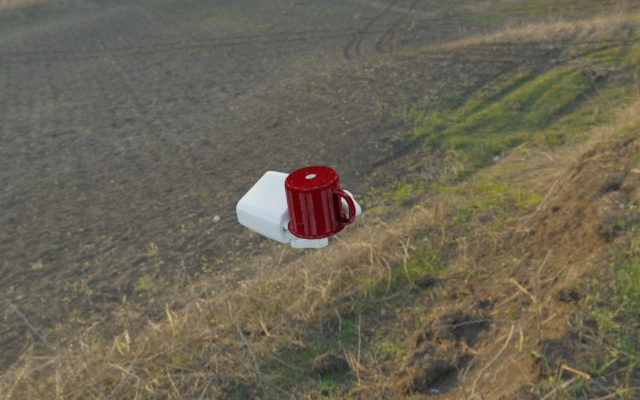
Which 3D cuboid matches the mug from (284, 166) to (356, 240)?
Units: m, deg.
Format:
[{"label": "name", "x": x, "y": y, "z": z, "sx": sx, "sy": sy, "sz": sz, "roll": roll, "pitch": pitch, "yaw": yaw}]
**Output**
[{"label": "mug", "x": 0.001, "y": 0.002, "z": 0.709, "sx": 0.117, "sy": 0.081, "sz": 0.093, "roll": 15, "pitch": 36, "yaw": 35}]
